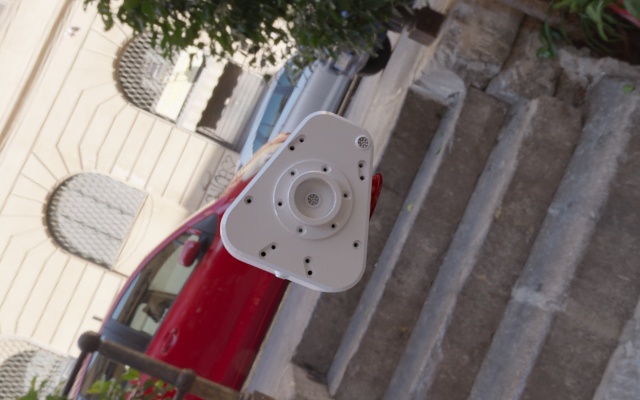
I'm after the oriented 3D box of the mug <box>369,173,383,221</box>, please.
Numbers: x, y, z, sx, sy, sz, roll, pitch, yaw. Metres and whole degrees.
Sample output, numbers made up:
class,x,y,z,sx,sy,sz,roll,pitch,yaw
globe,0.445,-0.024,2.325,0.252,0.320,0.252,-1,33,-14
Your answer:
class,x,y,z,sx,sy,sz,roll,pitch,yaw
mug,0.000,0.002,0.466,0.081,0.093,0.117,24,-11,-5
